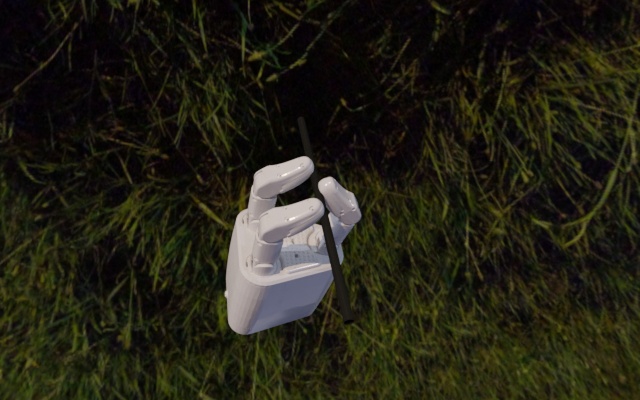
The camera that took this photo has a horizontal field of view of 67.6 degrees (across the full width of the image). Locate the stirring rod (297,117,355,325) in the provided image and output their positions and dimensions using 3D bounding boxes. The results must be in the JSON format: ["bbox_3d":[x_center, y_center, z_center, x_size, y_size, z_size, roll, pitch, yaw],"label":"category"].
[{"bbox_3d":[0.000,0.001,0.427,0.011,0.239,0.011,-7,-42,-7],"label":"stirring rod"}]
